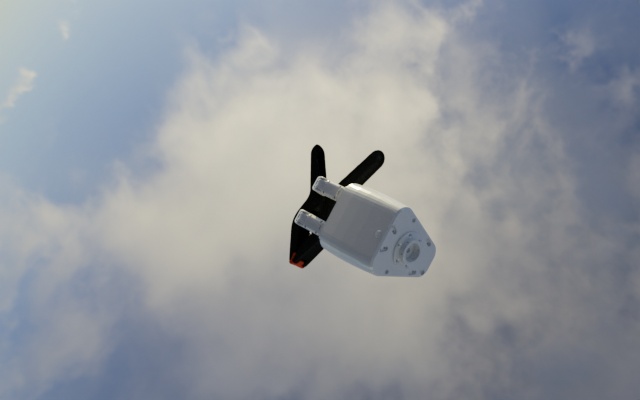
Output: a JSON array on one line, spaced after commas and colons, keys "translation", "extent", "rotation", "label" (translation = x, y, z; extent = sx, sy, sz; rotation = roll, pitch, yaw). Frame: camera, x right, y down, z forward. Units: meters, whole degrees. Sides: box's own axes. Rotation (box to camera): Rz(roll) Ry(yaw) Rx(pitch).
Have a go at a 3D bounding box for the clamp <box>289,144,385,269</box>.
[{"translation": [0.001, 0.003, 0.750], "extent": [0.036, 0.210, 0.164], "rotation": [29, -3, -36], "label": "clamp"}]
